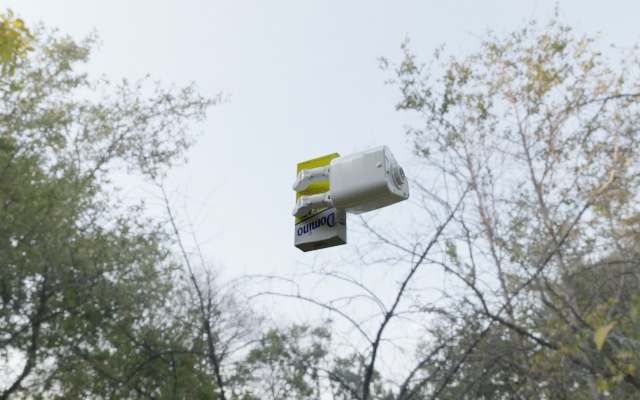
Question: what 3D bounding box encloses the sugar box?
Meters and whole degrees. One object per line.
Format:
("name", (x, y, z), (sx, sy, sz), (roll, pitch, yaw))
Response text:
("sugar box", (0.000, 0.003, 0.894), (0.093, 0.176, 0.048), (-14, -33, 26))
